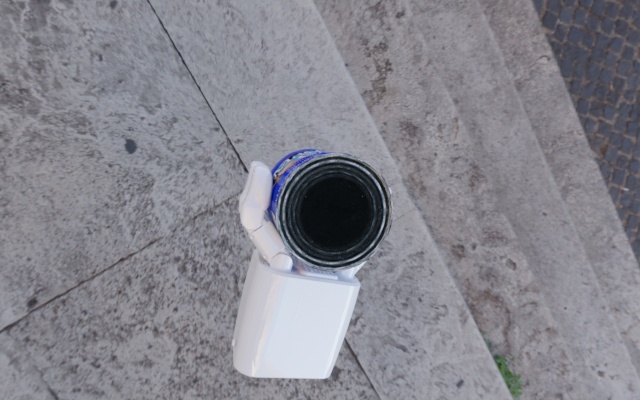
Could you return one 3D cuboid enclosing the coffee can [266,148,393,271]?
[{"bbox_3d":[0.000,0.001,0.472,0.103,0.103,0.140,0,8,-11],"label":"coffee can"}]
